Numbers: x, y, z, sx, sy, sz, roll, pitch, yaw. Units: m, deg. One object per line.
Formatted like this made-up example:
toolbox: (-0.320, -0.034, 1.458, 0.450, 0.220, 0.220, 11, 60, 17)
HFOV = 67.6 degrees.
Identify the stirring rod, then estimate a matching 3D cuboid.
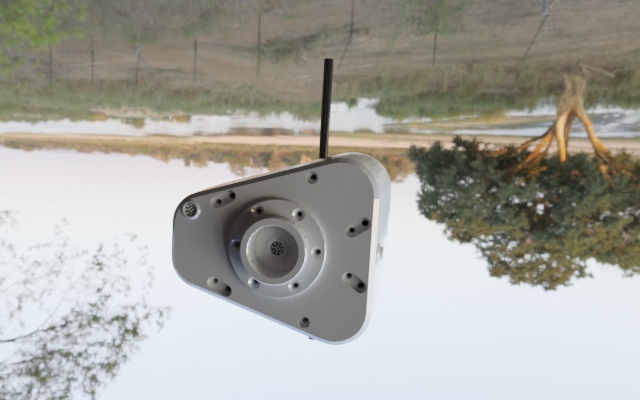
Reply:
stirring rod: (0.000, 0.001, 0.410, 0.011, 0.239, 0.011, 3, 5, 0)
